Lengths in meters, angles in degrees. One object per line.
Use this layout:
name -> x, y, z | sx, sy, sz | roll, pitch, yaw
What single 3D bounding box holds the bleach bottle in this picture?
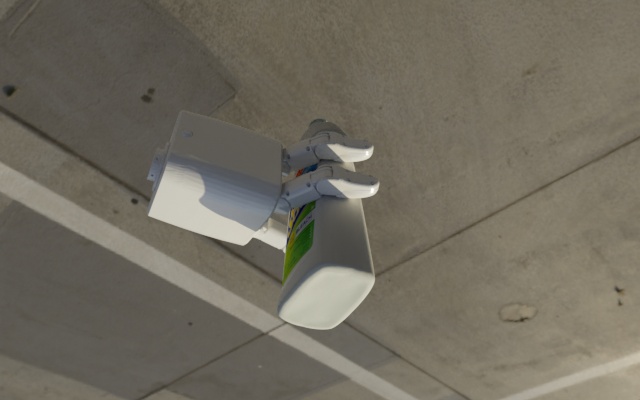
bleach bottle -> 0.000, 0.002, 0.512 | 0.068, 0.250, 0.103 | 19, -50, -20
